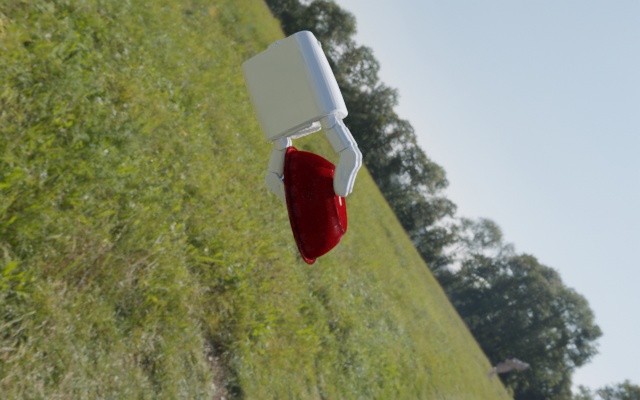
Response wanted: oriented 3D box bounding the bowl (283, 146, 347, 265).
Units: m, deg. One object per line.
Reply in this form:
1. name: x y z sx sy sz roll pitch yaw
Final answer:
1. bowl: 0.001 0.003 0.636 0.055 0.162 0.162 -9 -2 10
